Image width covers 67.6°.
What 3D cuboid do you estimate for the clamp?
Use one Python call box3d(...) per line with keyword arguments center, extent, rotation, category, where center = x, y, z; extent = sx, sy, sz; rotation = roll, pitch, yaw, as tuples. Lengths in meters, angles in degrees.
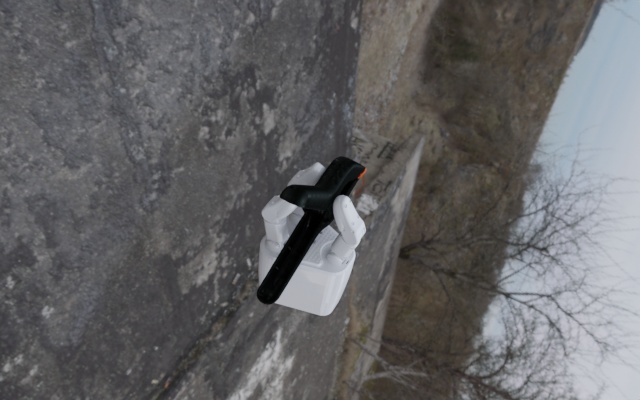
box3d(center=(0.001, 0.002, 0.538), extent=(0.036, 0.165, 0.210), rotation=(29, 48, 12), category="clamp")
